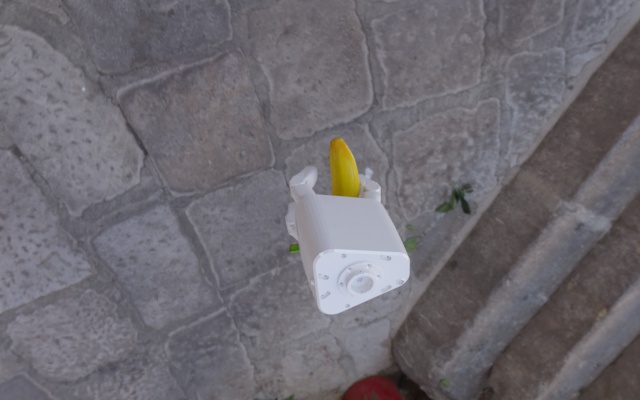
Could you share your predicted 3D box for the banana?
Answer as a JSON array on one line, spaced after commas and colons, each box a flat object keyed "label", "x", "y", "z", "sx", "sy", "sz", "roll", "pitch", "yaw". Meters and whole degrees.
[{"label": "banana", "x": 0.017, "y": 0.010, "z": 0.655, "sx": 0.069, "sy": 0.198, "sz": 0.037, "roll": 15, "pitch": 30, "yaw": -12}]
